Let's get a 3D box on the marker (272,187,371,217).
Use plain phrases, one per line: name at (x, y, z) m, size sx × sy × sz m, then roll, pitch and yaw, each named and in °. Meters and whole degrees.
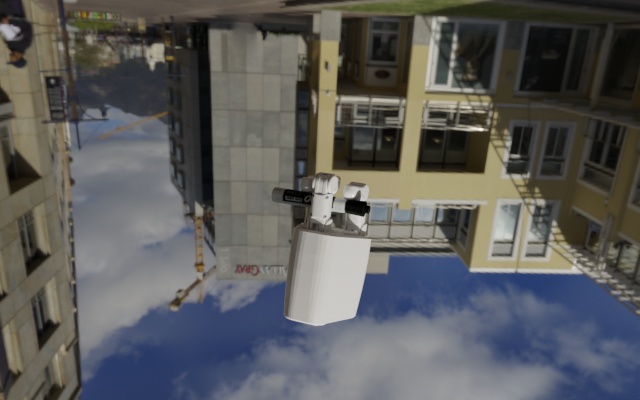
marker at (0.000, 0.002, 0.567) m, size 0.121 × 0.020 × 0.020 m, roll 9°, pitch 3°, yaw 18°
